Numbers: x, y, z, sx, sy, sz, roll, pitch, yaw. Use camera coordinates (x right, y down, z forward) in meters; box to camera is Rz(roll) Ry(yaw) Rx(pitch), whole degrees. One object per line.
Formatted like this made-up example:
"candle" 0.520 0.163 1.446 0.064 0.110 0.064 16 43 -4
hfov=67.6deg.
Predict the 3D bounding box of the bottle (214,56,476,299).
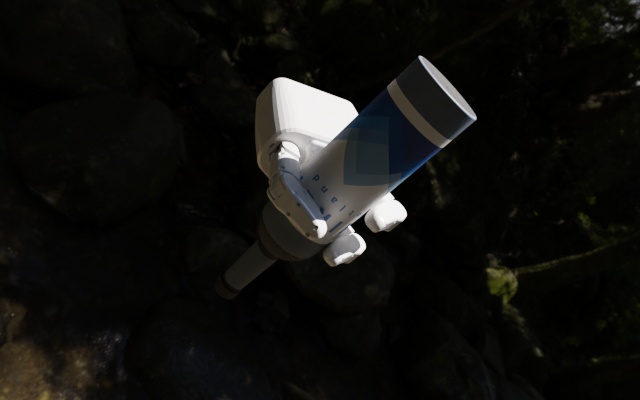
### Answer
"bottle" 0.000 0.001 0.432 0.296 0.069 0.069 -42 -21 25
